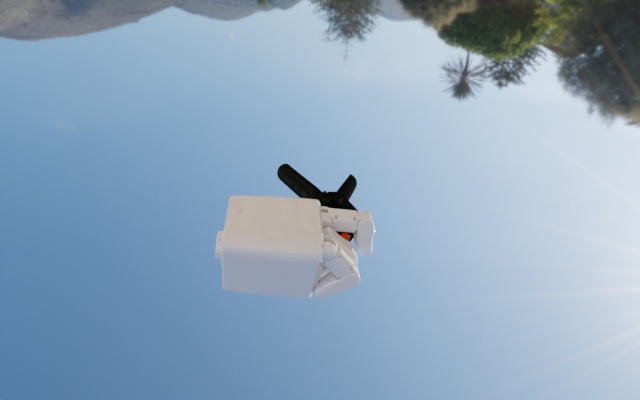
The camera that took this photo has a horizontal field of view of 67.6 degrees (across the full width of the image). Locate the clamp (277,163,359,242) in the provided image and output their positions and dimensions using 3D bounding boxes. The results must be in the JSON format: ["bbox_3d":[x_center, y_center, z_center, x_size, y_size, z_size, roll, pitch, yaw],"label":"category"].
[{"bbox_3d":[0.000,0.003,0.639,0.120,0.039,0.171,8,29,-9],"label":"clamp"}]
